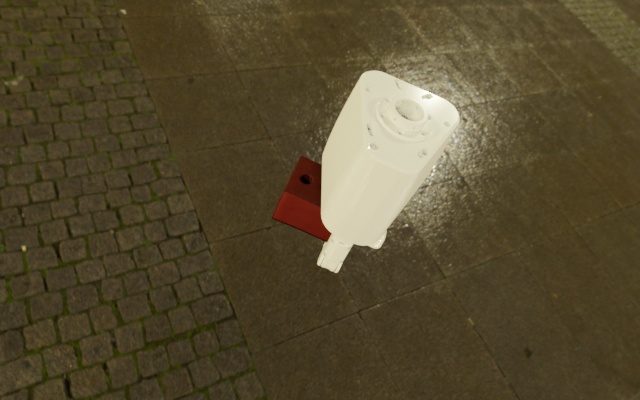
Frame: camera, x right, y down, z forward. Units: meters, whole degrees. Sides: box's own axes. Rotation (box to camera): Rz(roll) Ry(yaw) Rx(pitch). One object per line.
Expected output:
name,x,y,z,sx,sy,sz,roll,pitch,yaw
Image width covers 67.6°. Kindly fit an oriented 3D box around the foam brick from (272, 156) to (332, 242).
foam brick,0.000,0.002,0.480,0.078,0.053,0.051,23,-39,-2
